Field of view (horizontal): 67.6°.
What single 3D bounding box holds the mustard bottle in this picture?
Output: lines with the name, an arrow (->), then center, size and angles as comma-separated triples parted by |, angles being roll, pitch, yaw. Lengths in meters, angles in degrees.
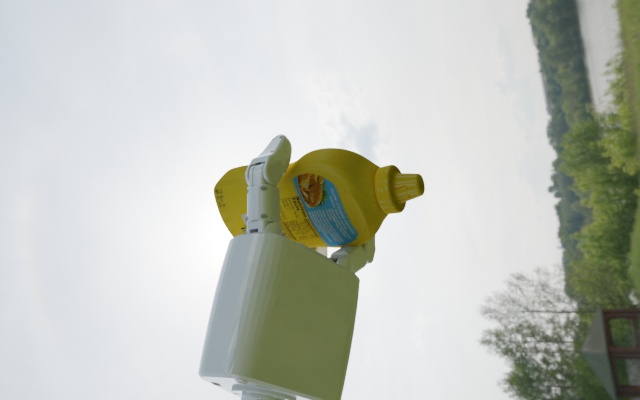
mustard bottle -> 0.000, 0.001, 0.434 | 0.191, 0.096, 0.058 | -10, 30, 30
